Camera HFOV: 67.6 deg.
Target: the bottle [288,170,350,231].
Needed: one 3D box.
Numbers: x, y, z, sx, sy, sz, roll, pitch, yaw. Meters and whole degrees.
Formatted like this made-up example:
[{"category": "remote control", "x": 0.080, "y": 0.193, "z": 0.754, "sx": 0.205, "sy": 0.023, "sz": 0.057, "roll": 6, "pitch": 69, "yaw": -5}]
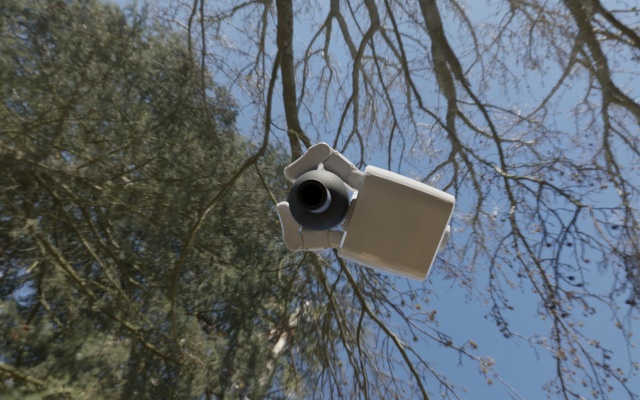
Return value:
[{"category": "bottle", "x": 0.000, "y": 0.002, "z": 0.554, "sx": 0.069, "sy": 0.069, "sz": 0.296, "roll": 0, "pitch": -3, "yaw": 3}]
